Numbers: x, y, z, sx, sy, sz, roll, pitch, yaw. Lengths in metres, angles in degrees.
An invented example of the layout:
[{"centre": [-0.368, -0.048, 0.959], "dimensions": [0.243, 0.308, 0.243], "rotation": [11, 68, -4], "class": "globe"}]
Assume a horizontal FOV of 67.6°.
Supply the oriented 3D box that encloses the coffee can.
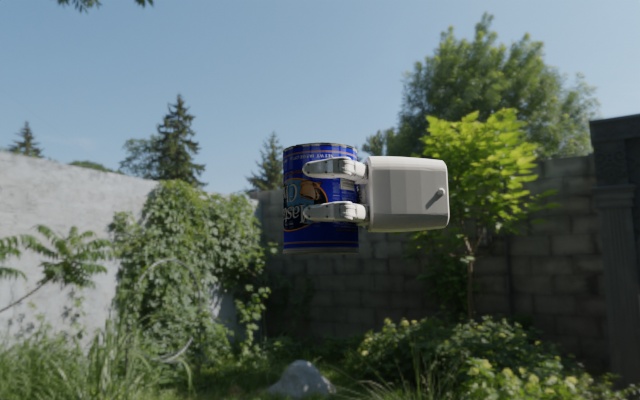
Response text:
[{"centre": [0.000, 0.002, 0.647], "dimensions": [0.103, 0.140, 0.103], "rotation": [-1, -8, 0], "class": "coffee can"}]
